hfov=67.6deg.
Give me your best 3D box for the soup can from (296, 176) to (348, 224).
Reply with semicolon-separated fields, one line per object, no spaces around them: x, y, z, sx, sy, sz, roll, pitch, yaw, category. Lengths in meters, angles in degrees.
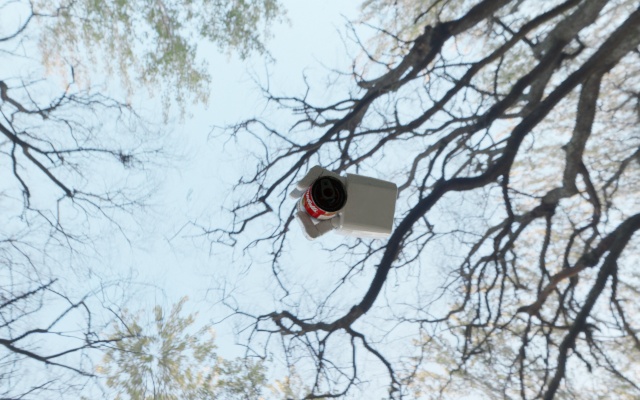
0.000;0.003;0.878;0.068;0.068;0.102;0;-17;-19;soup can
